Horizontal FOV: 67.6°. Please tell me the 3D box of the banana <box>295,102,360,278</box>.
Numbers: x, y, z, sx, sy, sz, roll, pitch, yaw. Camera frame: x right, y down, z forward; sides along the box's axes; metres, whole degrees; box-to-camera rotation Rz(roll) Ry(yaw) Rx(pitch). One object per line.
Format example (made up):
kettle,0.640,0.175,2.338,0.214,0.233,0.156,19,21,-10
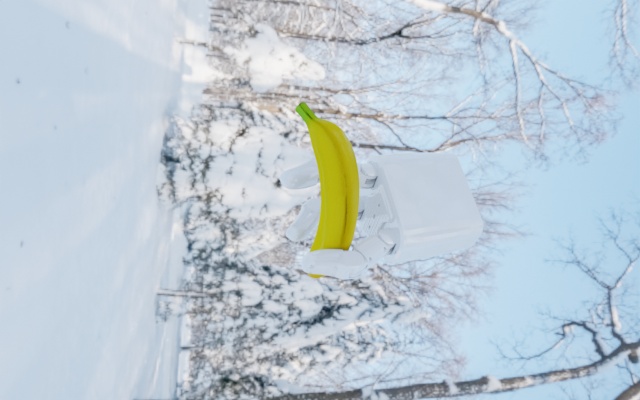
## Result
banana,0.010,0.006,0.472,0.037,0.198,0.069,-16,30,-27
